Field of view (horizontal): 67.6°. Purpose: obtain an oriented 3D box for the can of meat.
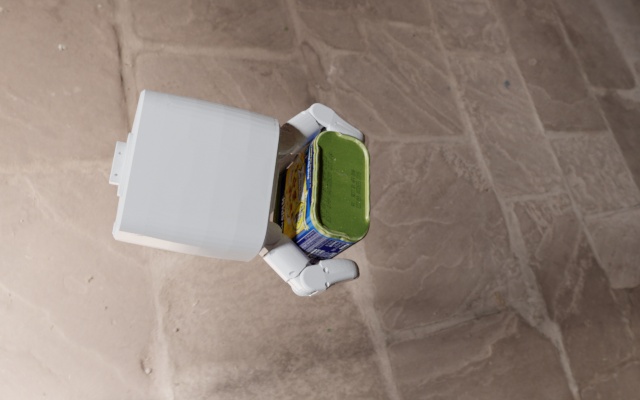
[{"bbox_3d":[0.000,0.001,0.414,0.057,0.102,0.084,13,-29,-22],"label":"can of meat"}]
